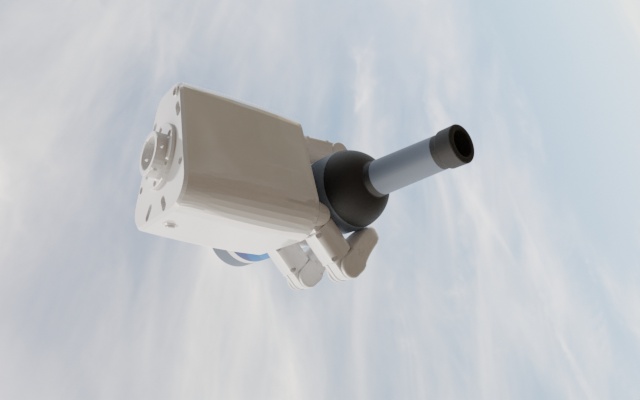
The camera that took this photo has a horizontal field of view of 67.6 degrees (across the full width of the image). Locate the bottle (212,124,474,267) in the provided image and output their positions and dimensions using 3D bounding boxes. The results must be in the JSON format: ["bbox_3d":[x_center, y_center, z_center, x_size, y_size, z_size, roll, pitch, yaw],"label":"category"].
[{"bbox_3d":[0.000,0.001,0.419,0.069,0.069,0.296,0,-15,-41],"label":"bottle"}]
